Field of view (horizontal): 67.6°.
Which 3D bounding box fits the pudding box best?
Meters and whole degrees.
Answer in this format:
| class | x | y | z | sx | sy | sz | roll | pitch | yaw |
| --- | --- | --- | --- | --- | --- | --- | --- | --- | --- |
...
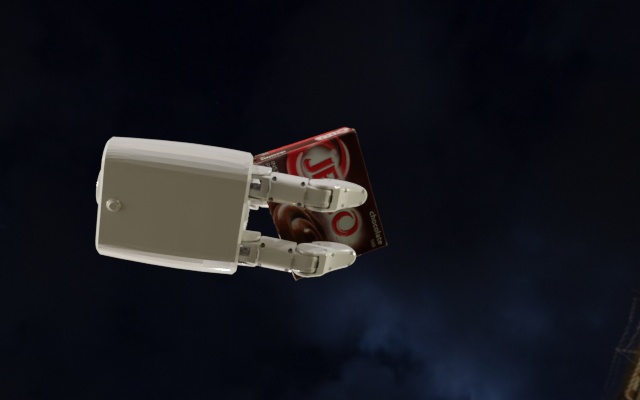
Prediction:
| class | x | y | z | sx | sy | sz | roll | pitch | yaw |
| --- | --- | --- | --- | --- | --- | --- | --- | --- | --- |
| pudding box | 0.000 | 0.001 | 0.424 | 0.090 | 0.113 | 0.039 | -20 | 19 | -7 |
